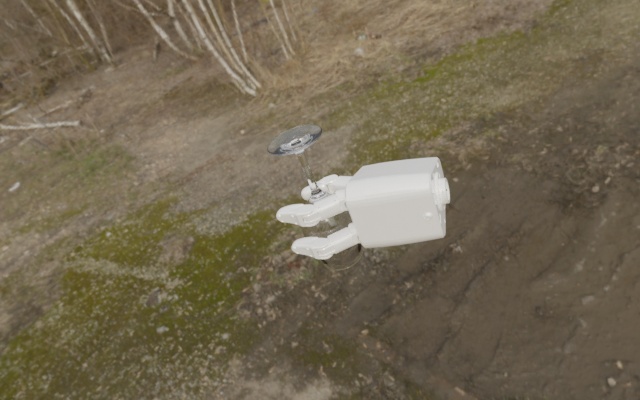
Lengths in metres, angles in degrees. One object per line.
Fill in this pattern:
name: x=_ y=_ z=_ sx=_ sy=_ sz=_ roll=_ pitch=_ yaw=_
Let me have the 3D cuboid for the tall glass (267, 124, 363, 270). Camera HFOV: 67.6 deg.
tall glass: x=0.000 y=0.002 z=0.652 sx=0.079 sy=0.201 sz=0.079 roll=-16 pitch=31 yaw=10
